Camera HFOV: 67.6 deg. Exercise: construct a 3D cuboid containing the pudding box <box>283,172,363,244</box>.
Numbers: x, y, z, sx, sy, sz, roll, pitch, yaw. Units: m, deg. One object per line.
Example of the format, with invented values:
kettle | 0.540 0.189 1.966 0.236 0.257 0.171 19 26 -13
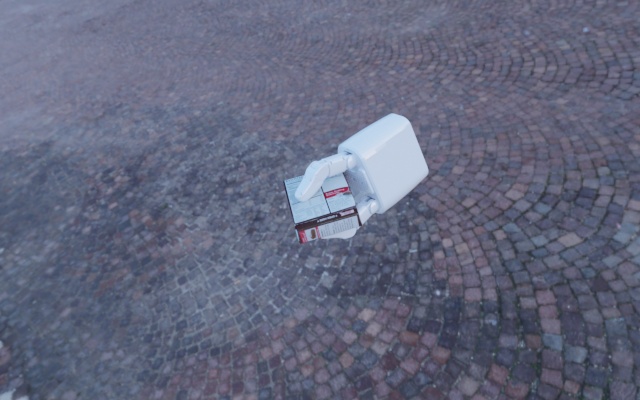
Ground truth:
pudding box | 0.000 0.002 0.668 0.090 0.039 0.113 -17 36 -1
